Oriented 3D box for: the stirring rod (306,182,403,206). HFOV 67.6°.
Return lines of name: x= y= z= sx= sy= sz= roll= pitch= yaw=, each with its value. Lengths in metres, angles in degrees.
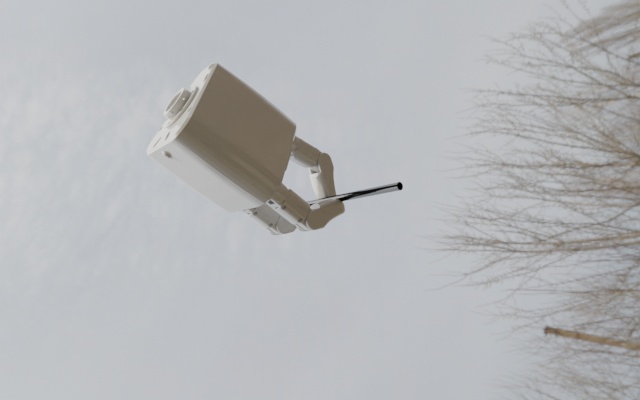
stirring rod: x=0.000 y=0.002 z=0.540 sx=0.011 sy=0.011 sz=0.239 roll=0 pitch=-7 yaw=-39
